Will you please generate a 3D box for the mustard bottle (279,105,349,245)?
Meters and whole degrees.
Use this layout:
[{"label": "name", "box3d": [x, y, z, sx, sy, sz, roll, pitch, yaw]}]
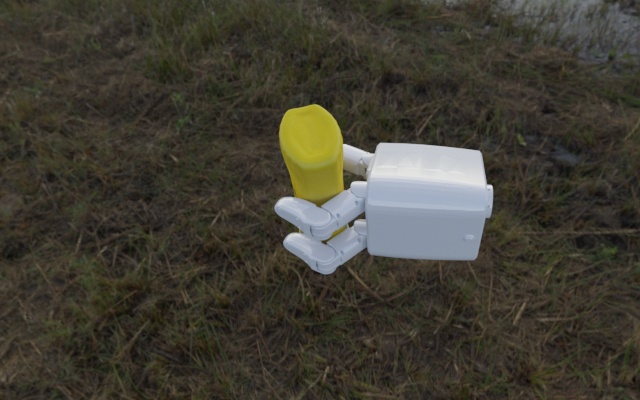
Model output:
[{"label": "mustard bottle", "box3d": [0.000, 0.002, 0.508, 0.058, 0.096, 0.192, -14, -44, -5]}]
